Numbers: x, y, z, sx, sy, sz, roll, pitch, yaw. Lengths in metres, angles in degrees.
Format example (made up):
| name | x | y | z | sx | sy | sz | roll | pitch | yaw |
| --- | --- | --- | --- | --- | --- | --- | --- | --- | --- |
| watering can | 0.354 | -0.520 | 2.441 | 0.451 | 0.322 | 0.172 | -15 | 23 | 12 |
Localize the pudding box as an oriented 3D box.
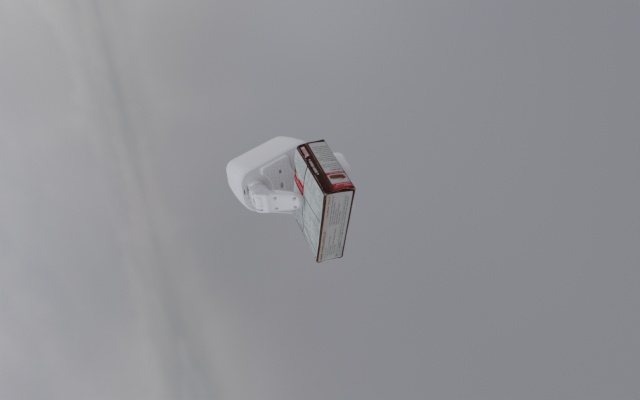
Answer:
| name | x | y | z | sx | sy | sz | roll | pitch | yaw |
| --- | --- | --- | --- | --- | --- | --- | --- | --- | --- |
| pudding box | 0.000 | 0.002 | 0.550 | 0.039 | 0.114 | 0.090 | -14 | 47 | -18 |
